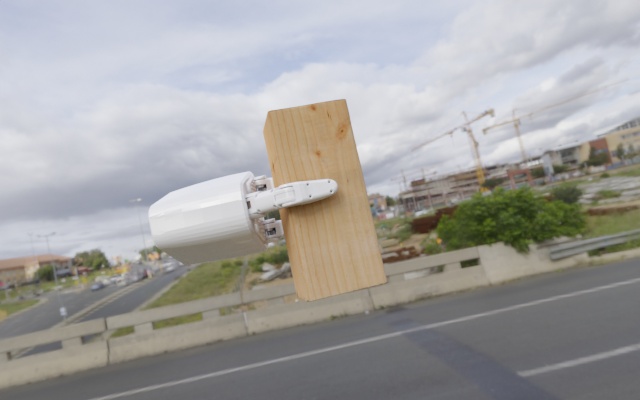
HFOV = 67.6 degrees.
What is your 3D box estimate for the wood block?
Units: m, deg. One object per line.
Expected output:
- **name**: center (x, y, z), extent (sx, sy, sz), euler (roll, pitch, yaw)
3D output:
- **wood block**: center (0.000, 0.002, 0.548), extent (0.090, 0.206, 0.091), euler (-11, -5, -12)
